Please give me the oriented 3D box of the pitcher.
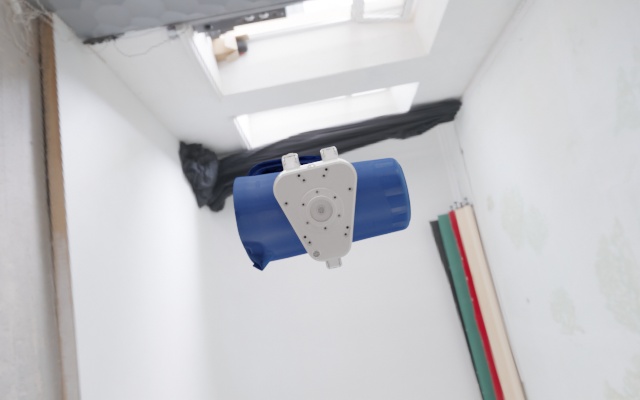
[{"bbox_3d":[0.000,0.002,0.703,0.243,0.149,0.145,-11,5,0],"label":"pitcher"}]
